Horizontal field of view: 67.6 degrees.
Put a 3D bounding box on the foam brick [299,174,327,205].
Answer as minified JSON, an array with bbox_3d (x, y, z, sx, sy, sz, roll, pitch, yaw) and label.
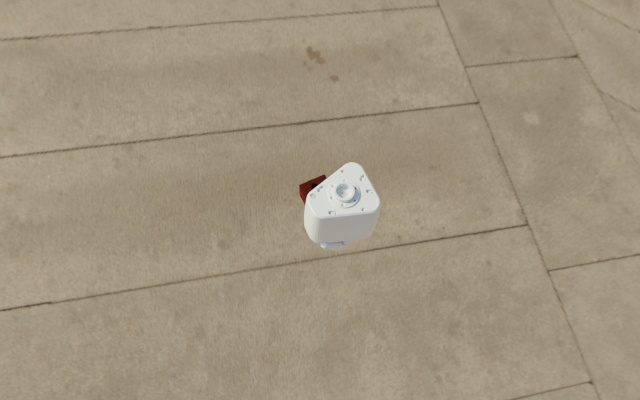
[{"bbox_3d":[0.000,0.003,0.860,0.053,0.078,0.051,-24,-22,-9],"label":"foam brick"}]
